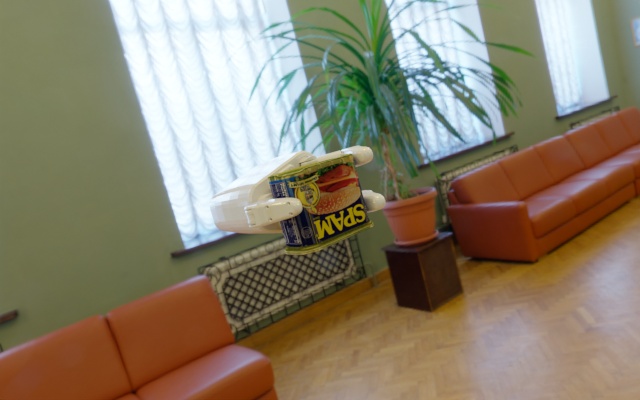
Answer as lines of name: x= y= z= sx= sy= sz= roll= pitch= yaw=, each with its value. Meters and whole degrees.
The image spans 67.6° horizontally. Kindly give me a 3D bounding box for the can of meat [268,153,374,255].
can of meat: x=0.000 y=0.001 z=0.513 sx=0.102 sy=0.084 sz=0.057 roll=-20 pitch=8 yaw=-36
